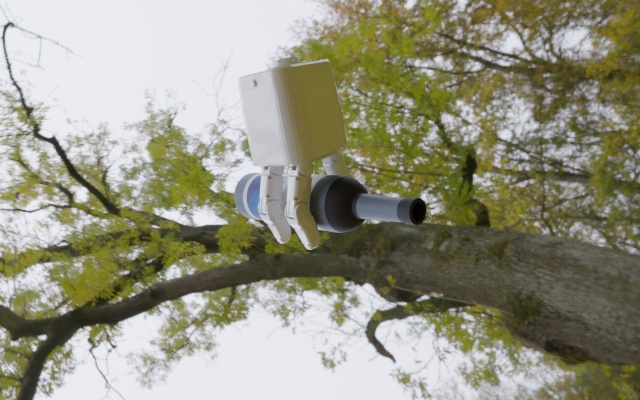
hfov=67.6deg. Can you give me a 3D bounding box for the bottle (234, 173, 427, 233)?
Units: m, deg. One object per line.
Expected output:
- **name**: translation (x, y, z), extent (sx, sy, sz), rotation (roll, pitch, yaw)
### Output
- **bottle**: translation (0.000, 0.002, 0.581), extent (0.069, 0.069, 0.295), rotation (0, 3, -41)
